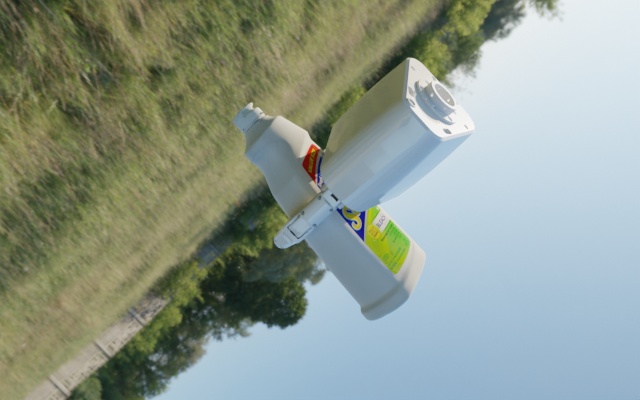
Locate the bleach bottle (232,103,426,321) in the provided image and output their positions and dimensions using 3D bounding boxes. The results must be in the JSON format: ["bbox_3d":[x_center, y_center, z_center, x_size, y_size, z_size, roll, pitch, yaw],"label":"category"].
[{"bbox_3d":[0.000,0.002,0.504,0.068,0.251,0.102,-41,4,37],"label":"bleach bottle"}]
